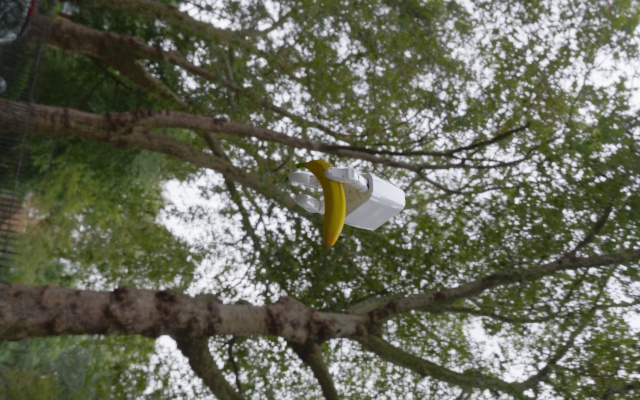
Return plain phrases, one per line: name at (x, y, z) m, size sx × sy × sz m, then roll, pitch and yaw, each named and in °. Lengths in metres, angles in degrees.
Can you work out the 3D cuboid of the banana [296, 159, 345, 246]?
banana at (0.012, -0.011, 0.875) m, size 0.070 × 0.197 × 0.037 m, roll -40°, pitch -41°, yaw 24°
